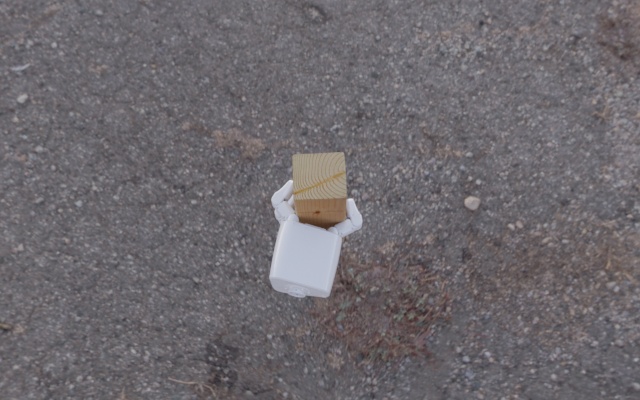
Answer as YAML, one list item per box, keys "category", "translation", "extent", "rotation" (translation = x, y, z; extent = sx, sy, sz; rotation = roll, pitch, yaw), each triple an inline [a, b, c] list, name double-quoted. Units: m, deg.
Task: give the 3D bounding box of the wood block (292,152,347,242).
- category: "wood block"
  translation: [0.000, 0.003, 0.890]
  extent: [0.091, 0.090, 0.206]
  rotation: [-2, -26, 0]
